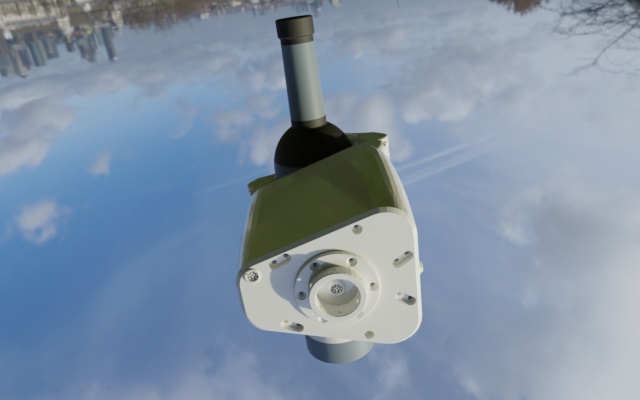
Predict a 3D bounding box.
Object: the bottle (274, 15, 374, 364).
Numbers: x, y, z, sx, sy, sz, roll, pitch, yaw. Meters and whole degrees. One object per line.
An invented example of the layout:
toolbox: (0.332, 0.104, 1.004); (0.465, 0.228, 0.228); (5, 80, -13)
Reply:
bottle: (0.000, 0.002, 0.404); (0.069, 0.296, 0.069); (-7, 24, 3)
